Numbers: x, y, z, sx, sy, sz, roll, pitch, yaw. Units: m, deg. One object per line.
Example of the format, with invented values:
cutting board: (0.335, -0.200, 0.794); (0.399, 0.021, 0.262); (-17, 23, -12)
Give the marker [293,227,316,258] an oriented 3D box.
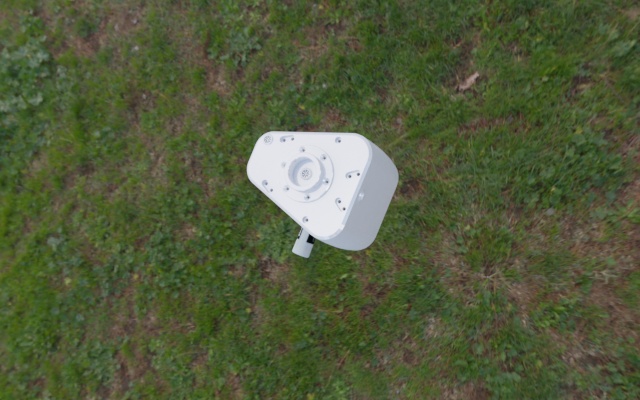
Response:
marker: (0.000, 0.002, 0.512); (0.020, 0.121, 0.020); (21, -1, 0)
